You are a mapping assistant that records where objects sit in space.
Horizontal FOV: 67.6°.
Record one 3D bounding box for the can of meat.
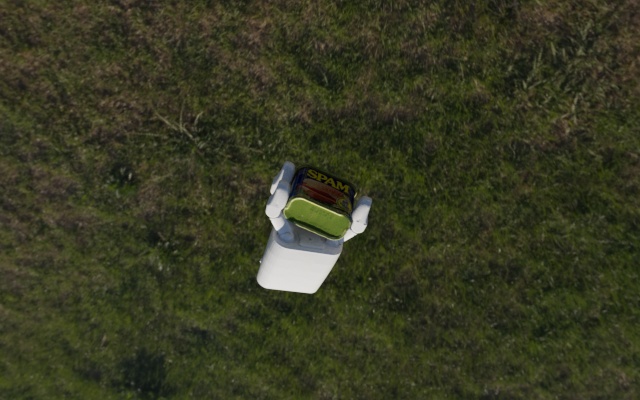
[{"bbox_3d":[0.000,0.003,0.708,0.102,0.057,0.084,23,36,-8],"label":"can of meat"}]
